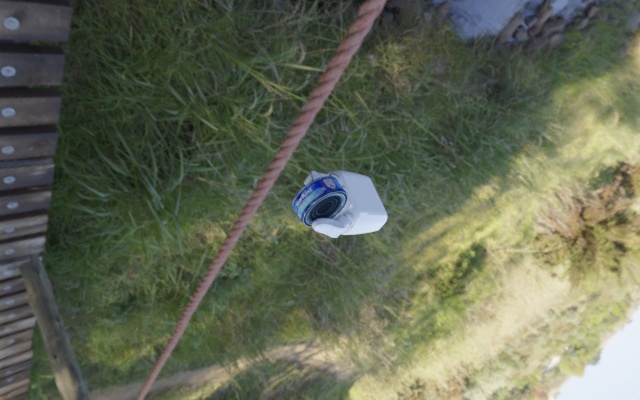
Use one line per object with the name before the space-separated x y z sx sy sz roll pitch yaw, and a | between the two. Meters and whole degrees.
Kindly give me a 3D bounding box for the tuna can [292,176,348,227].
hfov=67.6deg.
tuna can | 0.000 0.003 0.760 0.086 0.033 0.086 -26 -29 -16
